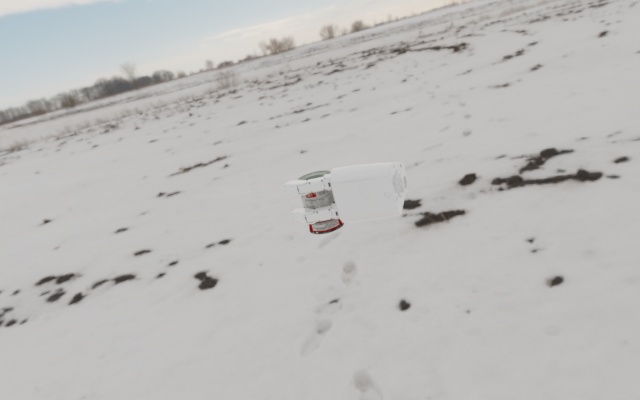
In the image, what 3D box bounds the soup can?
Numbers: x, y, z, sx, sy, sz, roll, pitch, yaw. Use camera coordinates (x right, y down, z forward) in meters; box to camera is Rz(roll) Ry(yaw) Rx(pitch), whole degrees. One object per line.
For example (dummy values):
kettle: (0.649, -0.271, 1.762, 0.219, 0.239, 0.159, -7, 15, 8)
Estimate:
soup can: (0.000, 0.003, 0.885, 0.068, 0.102, 0.068, -13, 18, 4)
